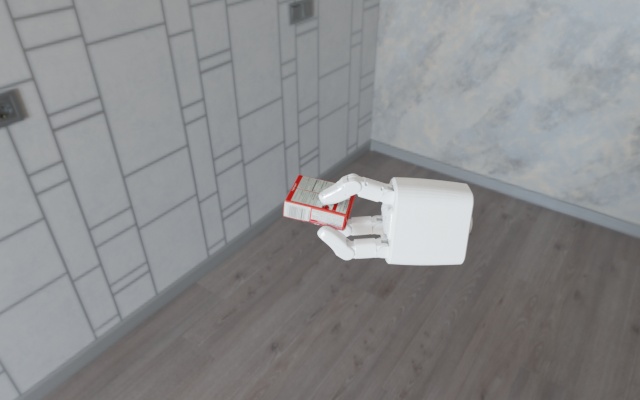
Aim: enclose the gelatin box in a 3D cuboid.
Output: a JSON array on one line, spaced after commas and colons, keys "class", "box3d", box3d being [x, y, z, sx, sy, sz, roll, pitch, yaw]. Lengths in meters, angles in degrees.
[{"class": "gelatin box", "box3d": [0.000, 0.002, 0.669, 0.089, 0.030, 0.073, 14, 35, 6]}]
